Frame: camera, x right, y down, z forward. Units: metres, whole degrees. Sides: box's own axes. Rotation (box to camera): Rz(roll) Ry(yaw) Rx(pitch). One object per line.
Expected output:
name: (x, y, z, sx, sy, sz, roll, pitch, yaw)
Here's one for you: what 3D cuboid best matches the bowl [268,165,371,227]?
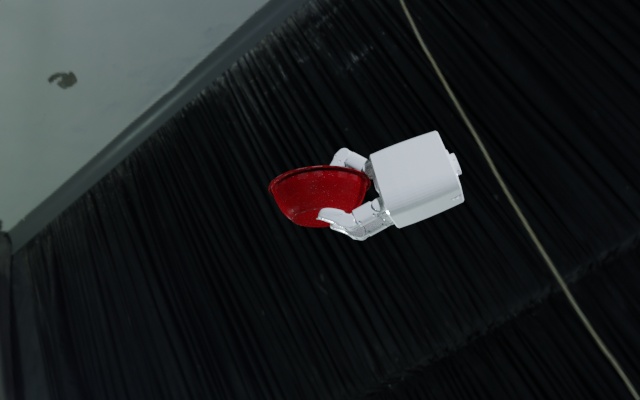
bowl: (-0.001, 0.003, 0.747, 0.162, 0.055, 0.162, -3, -20, -1)
